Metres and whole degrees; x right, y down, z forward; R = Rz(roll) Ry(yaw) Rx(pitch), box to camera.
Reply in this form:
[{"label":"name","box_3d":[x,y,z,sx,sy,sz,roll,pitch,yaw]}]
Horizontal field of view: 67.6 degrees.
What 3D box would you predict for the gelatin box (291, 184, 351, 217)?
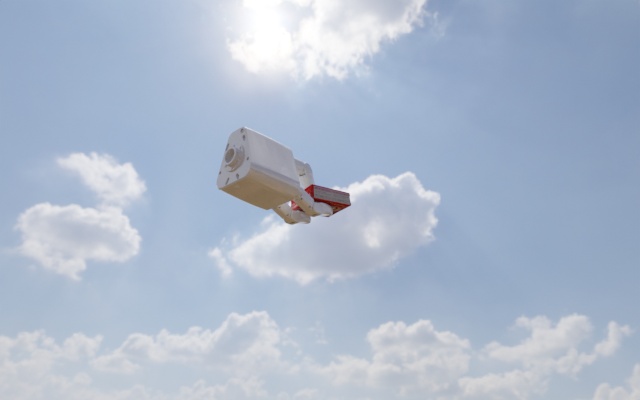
[{"label":"gelatin box","box_3d":[0.000,0.003,0.893,0.089,0.030,0.073,11,-26,-33]}]
